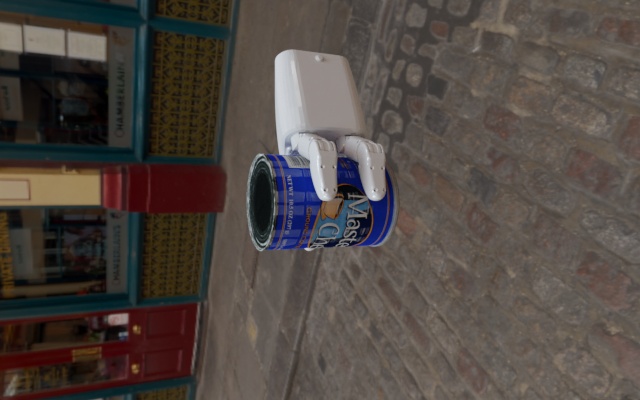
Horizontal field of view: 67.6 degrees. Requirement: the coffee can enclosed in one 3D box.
[{"bbox_3d":[0.000,0.002,0.525,0.140,0.103,0.103,0,0,-24],"label":"coffee can"}]
